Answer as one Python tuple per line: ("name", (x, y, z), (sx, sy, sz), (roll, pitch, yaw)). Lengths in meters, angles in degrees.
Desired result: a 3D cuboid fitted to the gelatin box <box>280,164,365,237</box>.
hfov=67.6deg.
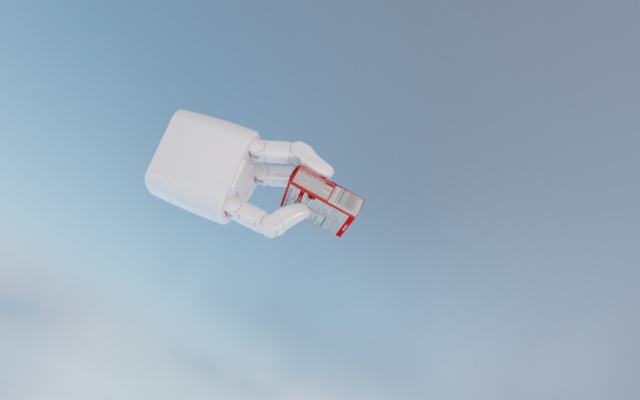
("gelatin box", (0.000, 0.002, 0.572), (0.089, 0.030, 0.073), (29, -26, 0))
